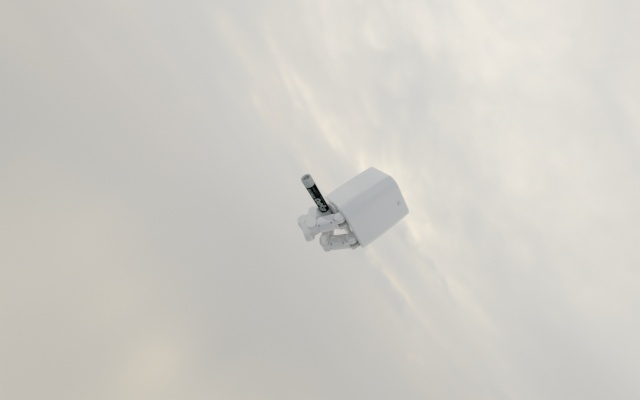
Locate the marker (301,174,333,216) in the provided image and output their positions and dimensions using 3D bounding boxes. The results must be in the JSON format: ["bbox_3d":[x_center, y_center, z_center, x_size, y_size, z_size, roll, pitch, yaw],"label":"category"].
[{"bbox_3d":[0.000,0.003,0.822,0.020,0.020,0.121,0,-42,33],"label":"marker"}]
